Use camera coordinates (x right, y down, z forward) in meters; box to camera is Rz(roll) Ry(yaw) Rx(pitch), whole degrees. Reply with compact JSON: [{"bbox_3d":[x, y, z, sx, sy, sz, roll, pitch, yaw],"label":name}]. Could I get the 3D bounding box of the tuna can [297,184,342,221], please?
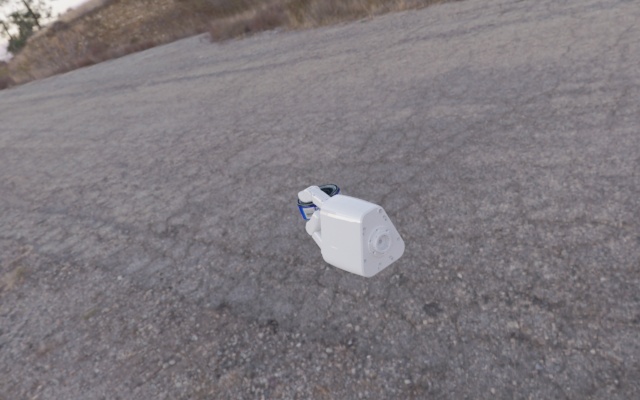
[{"bbox_3d":[0.000,0.002,0.887,0.086,0.034,0.086,-20,20,7],"label":"tuna can"}]
